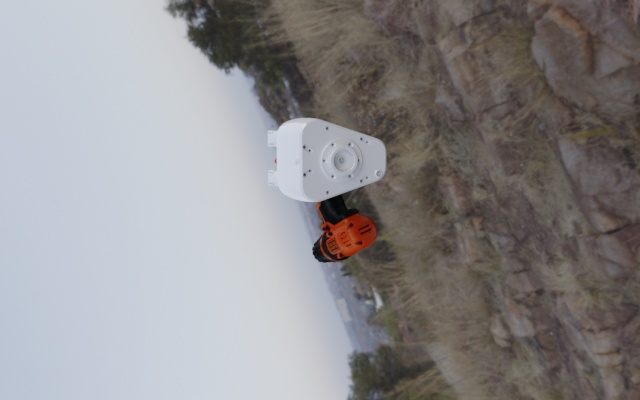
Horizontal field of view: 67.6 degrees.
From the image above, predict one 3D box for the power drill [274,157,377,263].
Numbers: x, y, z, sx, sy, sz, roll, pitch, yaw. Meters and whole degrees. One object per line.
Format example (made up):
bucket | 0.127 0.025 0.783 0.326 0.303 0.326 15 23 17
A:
power drill | 0.000 0.002 0.717 0.057 0.187 0.184 -26 -5 -26
